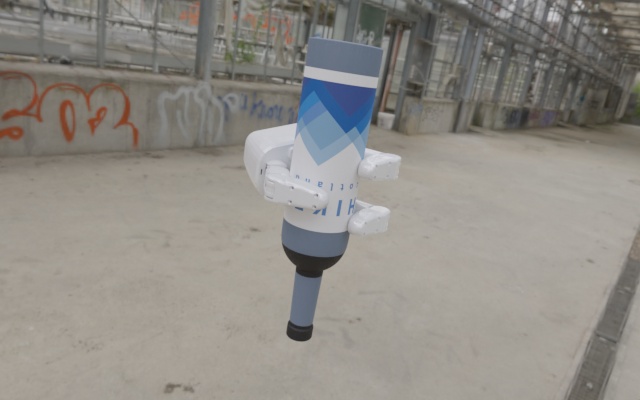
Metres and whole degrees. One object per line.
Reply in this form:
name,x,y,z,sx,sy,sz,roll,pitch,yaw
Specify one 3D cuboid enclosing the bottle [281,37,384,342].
bottle,0.000,0.001,0.461,0.069,0.296,0.069,9,16,-2
